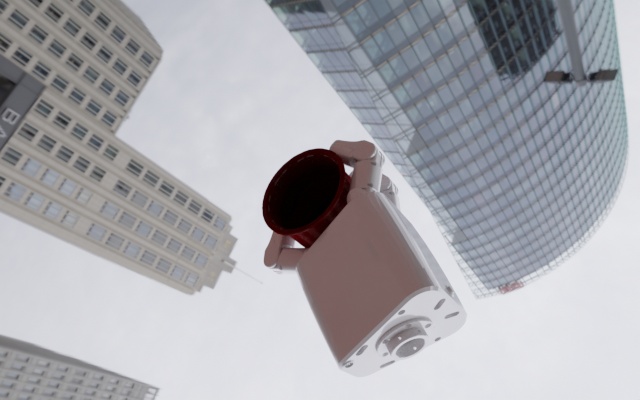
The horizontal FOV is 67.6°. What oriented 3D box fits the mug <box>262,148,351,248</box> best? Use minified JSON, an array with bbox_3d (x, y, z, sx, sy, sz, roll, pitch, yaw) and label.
[{"bbox_3d":[0.000,0.001,0.478,0.093,0.117,0.081,-36,-45,11],"label":"mug"}]
